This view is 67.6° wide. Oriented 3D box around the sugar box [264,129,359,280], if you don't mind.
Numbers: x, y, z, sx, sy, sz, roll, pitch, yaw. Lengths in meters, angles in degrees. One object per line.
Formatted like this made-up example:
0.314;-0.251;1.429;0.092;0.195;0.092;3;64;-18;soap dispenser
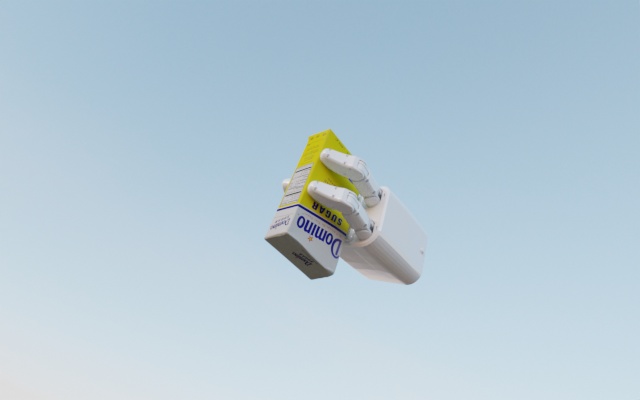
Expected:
0.001;0.002;0.611;0.048;0.176;0.093;-18;-50;37;sugar box
